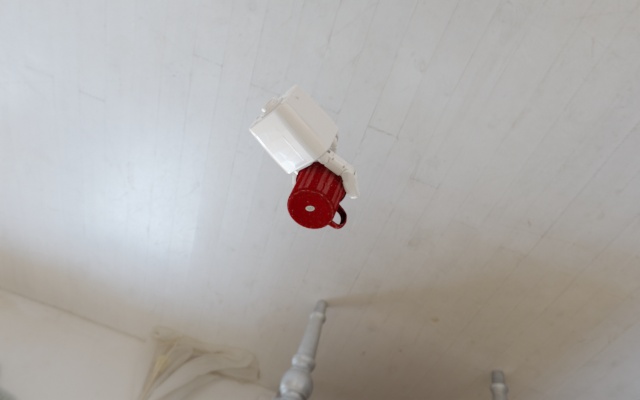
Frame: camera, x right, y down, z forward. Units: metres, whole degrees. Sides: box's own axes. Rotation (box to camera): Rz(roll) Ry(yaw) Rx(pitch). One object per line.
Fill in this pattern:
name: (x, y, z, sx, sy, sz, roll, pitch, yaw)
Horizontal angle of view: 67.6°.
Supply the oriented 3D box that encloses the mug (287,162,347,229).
mug: (0.001, 0.004, 0.807, 0.093, 0.117, 0.081, -32, 20, 32)
